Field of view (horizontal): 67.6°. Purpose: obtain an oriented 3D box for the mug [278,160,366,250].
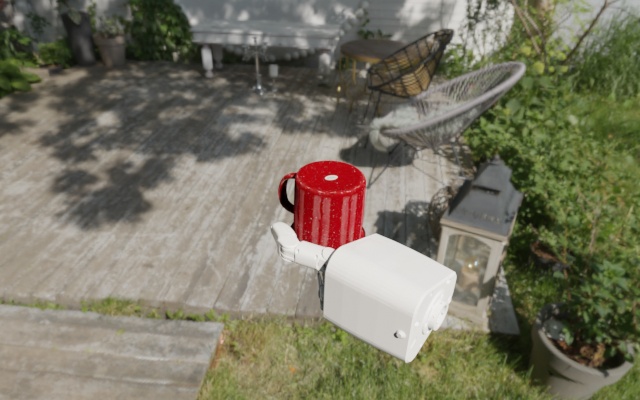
[{"bbox_3d":[-0.001,0.001,0.563,0.117,0.081,0.093,22,36,28],"label":"mug"}]
